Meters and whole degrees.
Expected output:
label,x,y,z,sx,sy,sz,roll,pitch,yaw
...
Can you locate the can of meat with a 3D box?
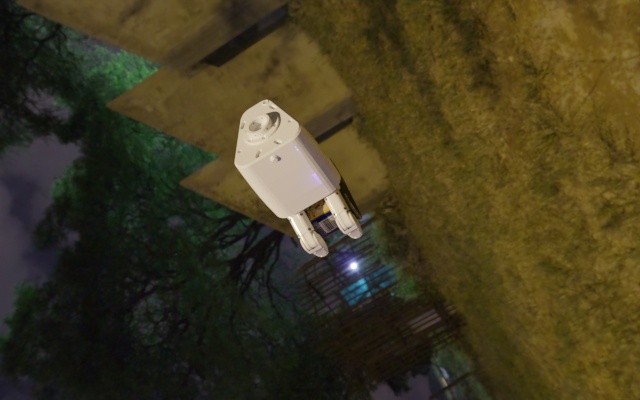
label,x,y,z,sx,sy,sz,roll,pitch,yaw
can of meat,0.000,0.002,0.680,0.084,0.102,0.057,-30,-41,8
